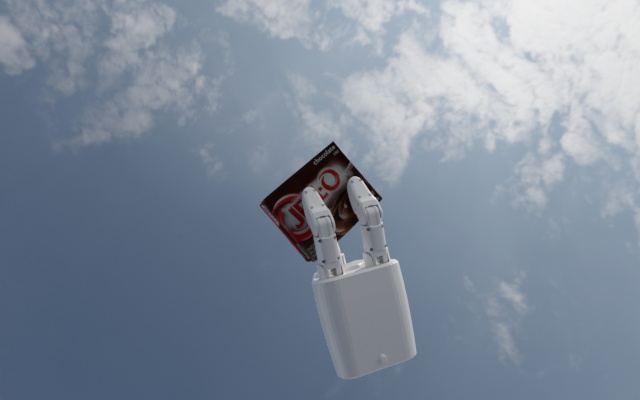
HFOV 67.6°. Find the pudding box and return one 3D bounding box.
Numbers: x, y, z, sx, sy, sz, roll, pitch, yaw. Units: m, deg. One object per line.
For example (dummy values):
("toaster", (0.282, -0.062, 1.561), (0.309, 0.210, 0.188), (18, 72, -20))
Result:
("pudding box", (0.000, 0.002, 0.552), (0.113, 0.090, 0.039), (-42, 3, -17))
